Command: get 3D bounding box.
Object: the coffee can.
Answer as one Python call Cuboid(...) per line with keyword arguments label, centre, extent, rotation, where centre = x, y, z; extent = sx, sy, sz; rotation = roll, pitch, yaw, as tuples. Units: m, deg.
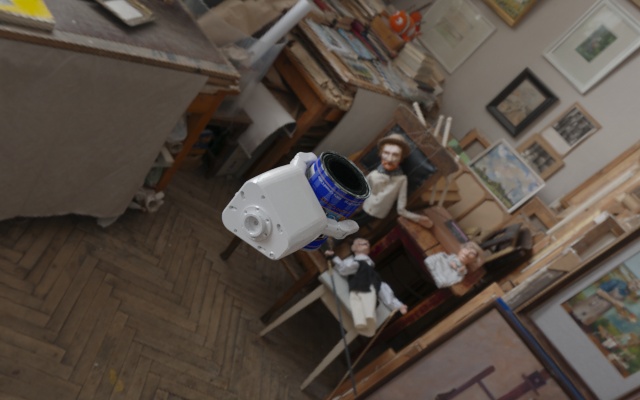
Cuboid(label="coffee can", centre=(0.000, 0.003, 0.789), extent=(0.103, 0.102, 0.140), rotation=(0, -40, -51))
